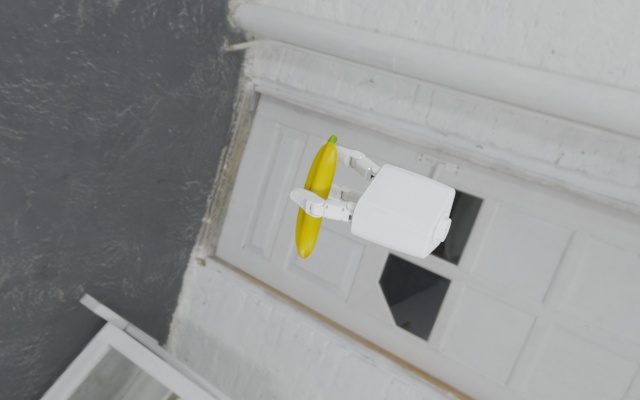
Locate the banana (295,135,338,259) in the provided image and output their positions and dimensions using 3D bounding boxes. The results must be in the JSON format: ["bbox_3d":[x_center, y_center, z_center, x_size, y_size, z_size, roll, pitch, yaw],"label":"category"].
[{"bbox_3d":[-0.005,0.000,0.711,0.037,0.198,0.069,19,8,18],"label":"banana"}]
